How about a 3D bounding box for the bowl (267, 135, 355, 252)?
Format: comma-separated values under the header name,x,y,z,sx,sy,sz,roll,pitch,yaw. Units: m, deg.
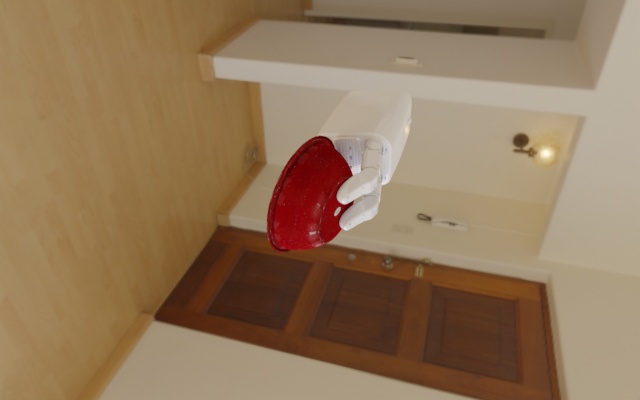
name,x,y,z,sx,sy,sz,roll,pitch,yaw
bowl,0.000,0.003,0.611,0.055,0.162,0.162,24,10,23
